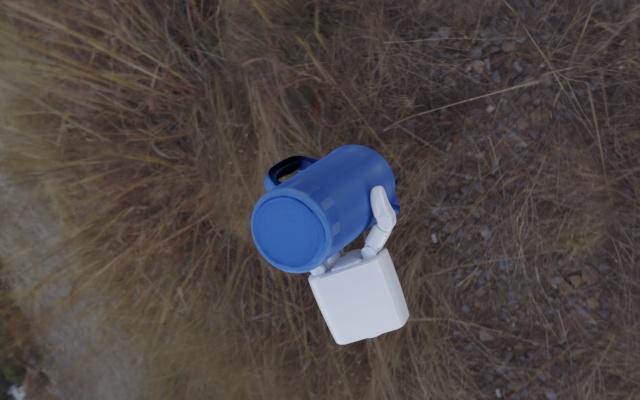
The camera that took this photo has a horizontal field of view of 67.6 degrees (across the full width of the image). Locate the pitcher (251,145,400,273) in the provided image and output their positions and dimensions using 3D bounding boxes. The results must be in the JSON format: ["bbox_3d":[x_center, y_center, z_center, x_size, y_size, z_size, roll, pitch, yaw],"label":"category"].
[{"bbox_3d":[0.000,0.002,0.664,0.149,0.145,0.242,-16,8,28],"label":"pitcher"}]
